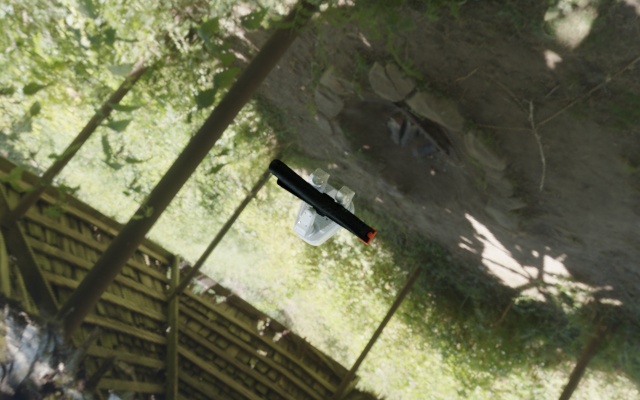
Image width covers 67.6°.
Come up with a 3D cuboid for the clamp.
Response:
[{"bbox_3d":[0.000,0.004,0.802,0.210,0.036,0.164,34,-4,10],"label":"clamp"}]
